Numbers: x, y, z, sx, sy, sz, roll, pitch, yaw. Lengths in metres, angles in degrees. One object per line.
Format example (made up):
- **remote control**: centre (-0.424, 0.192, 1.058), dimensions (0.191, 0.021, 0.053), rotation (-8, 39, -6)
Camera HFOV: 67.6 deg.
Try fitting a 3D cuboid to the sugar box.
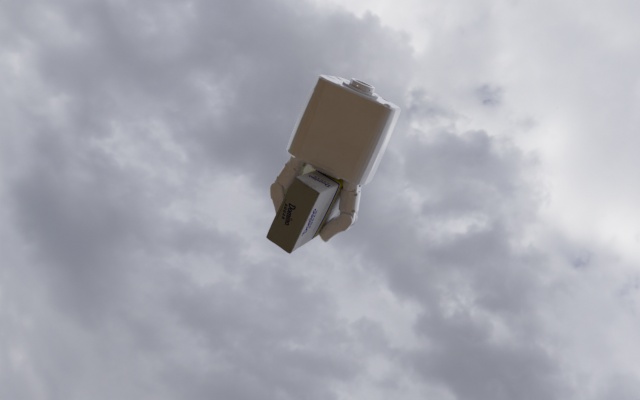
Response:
- **sugar box**: centre (0.000, 0.002, 0.652), dimensions (0.048, 0.093, 0.176), rotation (33, 22, 17)
